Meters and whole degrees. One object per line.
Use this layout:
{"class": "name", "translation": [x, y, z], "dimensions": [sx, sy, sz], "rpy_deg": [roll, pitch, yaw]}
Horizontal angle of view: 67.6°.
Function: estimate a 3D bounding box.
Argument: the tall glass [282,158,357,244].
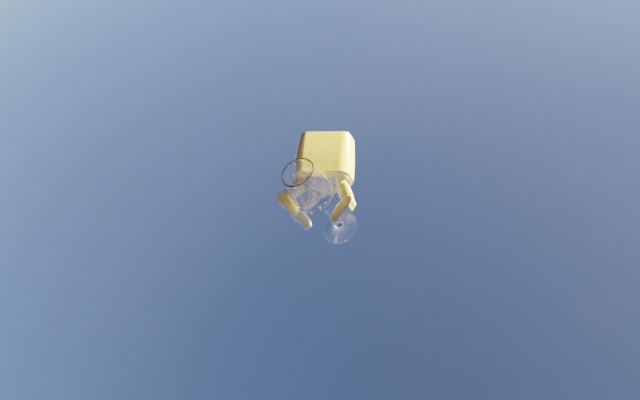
{"class": "tall glass", "translation": [0.000, 0.003, 0.899], "dimensions": [0.079, 0.079, 0.201], "rpy_deg": [0, -31, 28]}
